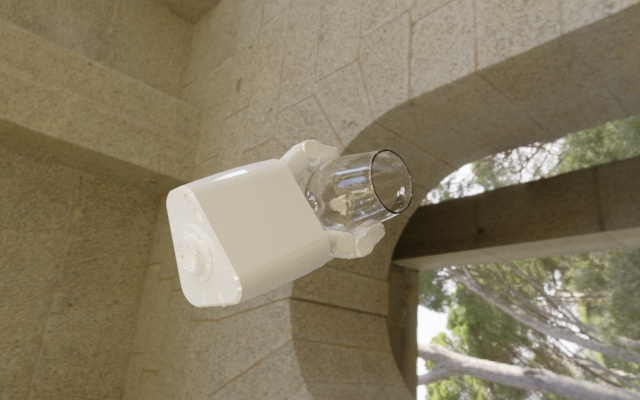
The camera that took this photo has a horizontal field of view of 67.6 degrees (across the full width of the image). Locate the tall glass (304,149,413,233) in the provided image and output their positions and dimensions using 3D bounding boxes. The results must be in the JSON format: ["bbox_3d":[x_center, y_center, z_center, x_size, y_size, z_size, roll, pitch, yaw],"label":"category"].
[{"bbox_3d":[0.000,0.002,0.514,0.079,0.079,0.201,0,-12,-44],"label":"tall glass"}]
